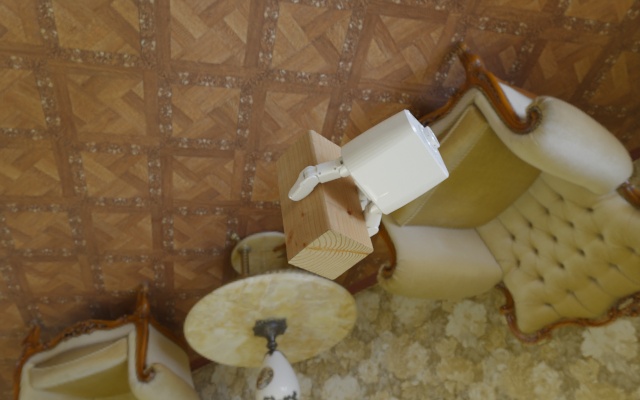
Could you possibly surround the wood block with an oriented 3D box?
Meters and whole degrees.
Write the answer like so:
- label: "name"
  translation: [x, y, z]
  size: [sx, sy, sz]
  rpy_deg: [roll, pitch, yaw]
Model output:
- label: "wood block"
  translation: [0.000, 0.002, 0.734]
  size: [0.091, 0.206, 0.090]
  rpy_deg: [27, -54, -35]
